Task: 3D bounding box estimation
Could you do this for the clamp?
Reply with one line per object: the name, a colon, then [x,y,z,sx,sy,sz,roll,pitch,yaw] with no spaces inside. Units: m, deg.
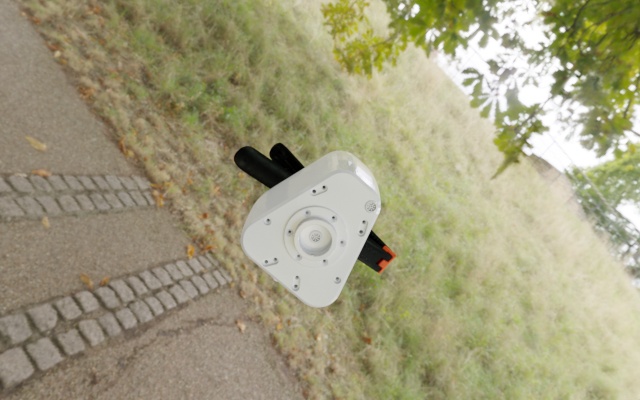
clamp: [0.001,0.002,0.559,0.210,0.036,0.164,40,12,-6]
